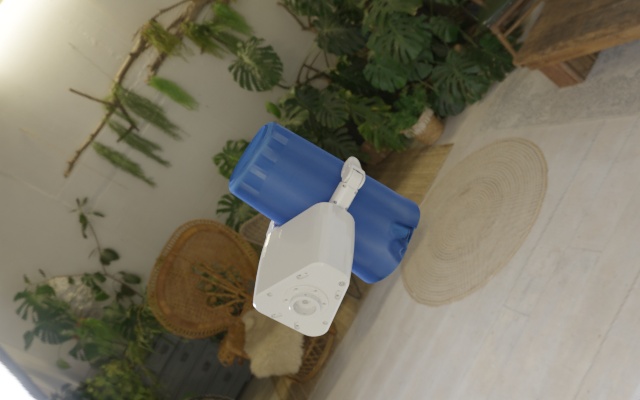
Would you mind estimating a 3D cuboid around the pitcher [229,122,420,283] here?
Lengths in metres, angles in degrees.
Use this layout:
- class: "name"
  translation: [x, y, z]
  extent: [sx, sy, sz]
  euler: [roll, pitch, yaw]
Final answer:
- class: "pitcher"
  translation: [0.000, 0.002, 0.658]
  extent: [0.243, 0.149, 0.145]
  euler: [32, 31, -16]
